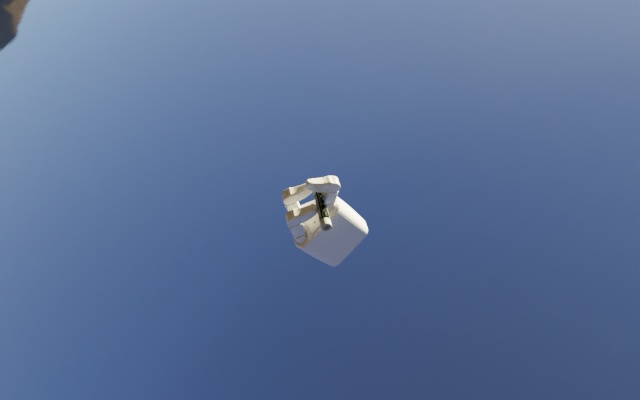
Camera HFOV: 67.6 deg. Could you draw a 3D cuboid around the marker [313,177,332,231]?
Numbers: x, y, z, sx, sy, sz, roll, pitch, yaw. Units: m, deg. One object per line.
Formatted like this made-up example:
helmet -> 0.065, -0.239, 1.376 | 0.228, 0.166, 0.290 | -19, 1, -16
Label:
marker -> 0.000, 0.003, 0.840 | 0.020, 0.121, 0.020 | -7, -43, -7
